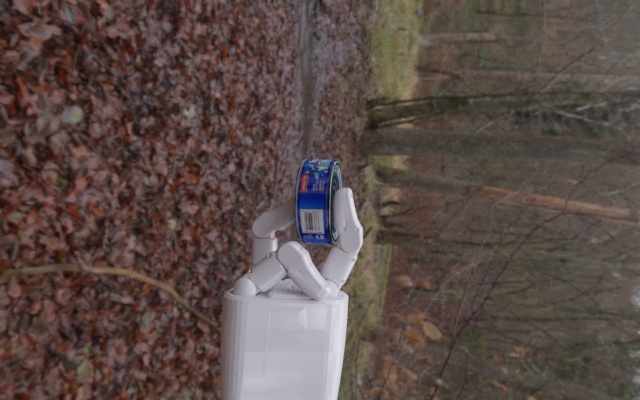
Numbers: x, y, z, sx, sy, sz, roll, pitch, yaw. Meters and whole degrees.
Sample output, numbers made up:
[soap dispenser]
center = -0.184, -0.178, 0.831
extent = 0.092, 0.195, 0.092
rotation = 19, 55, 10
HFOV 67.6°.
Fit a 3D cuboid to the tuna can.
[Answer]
[tuna can]
center = 0.001, 0.002, 0.476
extent = 0.034, 0.086, 0.086
rotation = 1, 0, 11
